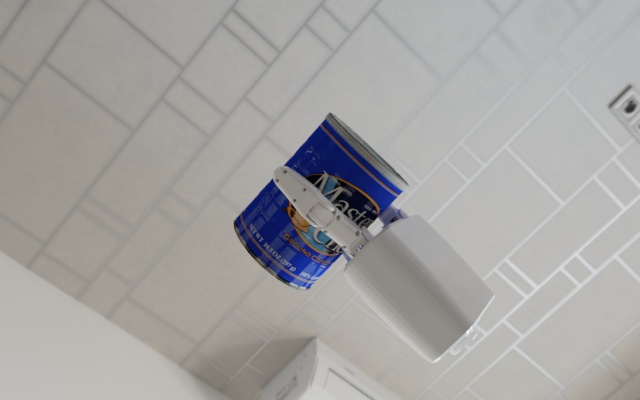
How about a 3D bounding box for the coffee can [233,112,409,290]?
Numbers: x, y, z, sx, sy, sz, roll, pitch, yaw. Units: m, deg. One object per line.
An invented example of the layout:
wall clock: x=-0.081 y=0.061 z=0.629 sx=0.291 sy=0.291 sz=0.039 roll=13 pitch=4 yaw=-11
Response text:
coffee can: x=0.000 y=0.001 z=0.462 sx=0.103 sy=0.140 sz=0.102 roll=41 pitch=11 yaw=-10
